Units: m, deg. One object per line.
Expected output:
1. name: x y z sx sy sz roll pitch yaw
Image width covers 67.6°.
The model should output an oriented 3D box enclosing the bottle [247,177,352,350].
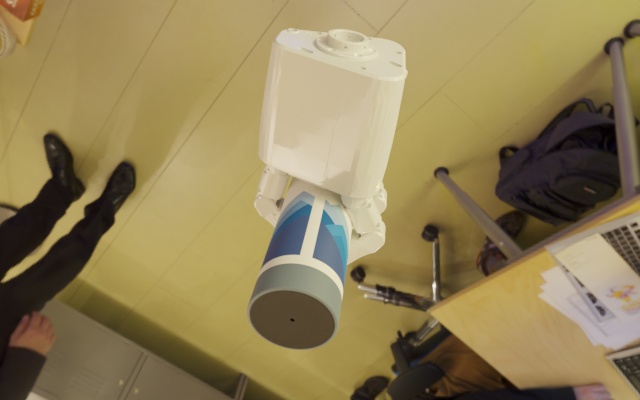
1. bottle: 0.000 0.002 0.458 0.069 0.069 0.295 0 35 10
